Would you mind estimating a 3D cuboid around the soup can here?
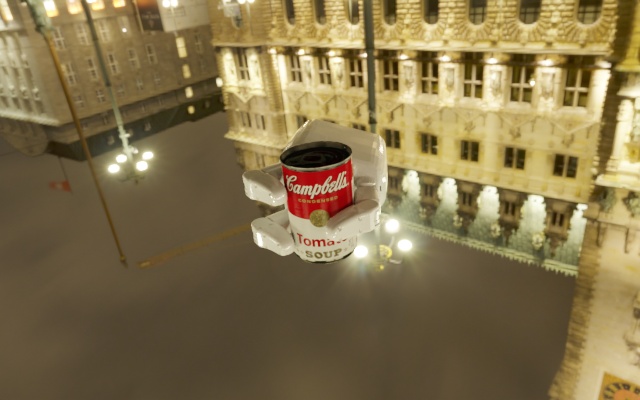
[{"bbox_3d":[0.000,0.002,0.465,0.068,0.102,0.068,-5,27,2],"label":"soup can"}]
